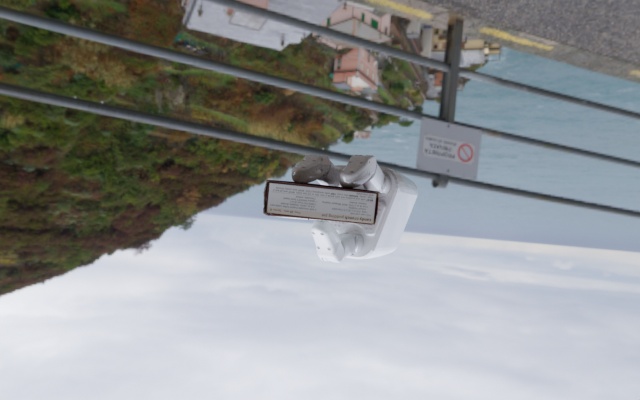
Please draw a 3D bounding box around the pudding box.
[{"bbox_3d":[0.000,0.002,0.504,0.113,0.039,0.090,4,-1,-1],"label":"pudding box"}]
